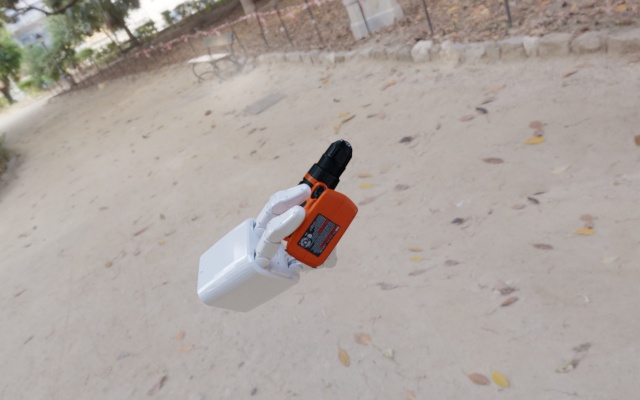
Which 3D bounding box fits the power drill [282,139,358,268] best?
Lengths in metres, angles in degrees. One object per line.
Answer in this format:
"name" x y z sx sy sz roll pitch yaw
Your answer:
"power drill" 0.000 0.003 0.686 0.057 0.184 0.187 31 9 -13
